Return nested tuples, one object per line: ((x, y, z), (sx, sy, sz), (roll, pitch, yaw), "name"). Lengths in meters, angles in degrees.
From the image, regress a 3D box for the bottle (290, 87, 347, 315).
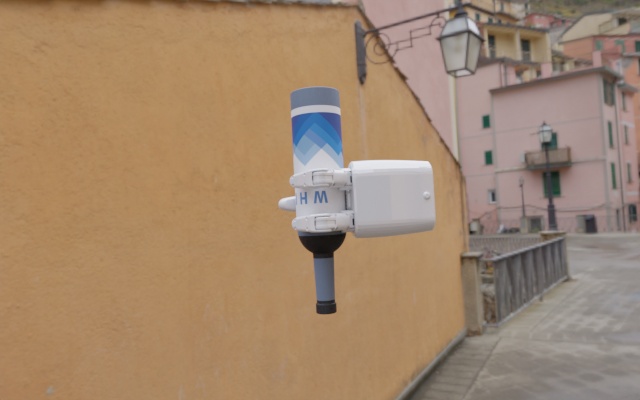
((0.000, 0.002, 0.639), (0.069, 0.295, 0.069), (-3, -2, 0), "bottle")
